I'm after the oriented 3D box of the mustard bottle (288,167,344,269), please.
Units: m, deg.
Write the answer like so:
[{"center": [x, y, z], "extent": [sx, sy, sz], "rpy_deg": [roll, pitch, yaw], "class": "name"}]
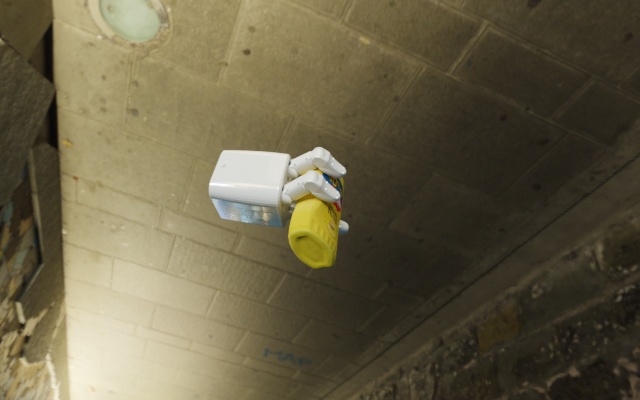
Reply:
[{"center": [0.000, 0.003, 0.731], "extent": [0.058, 0.191, 0.096], "rpy_deg": [-12, -47, 23], "class": "mustard bottle"}]
